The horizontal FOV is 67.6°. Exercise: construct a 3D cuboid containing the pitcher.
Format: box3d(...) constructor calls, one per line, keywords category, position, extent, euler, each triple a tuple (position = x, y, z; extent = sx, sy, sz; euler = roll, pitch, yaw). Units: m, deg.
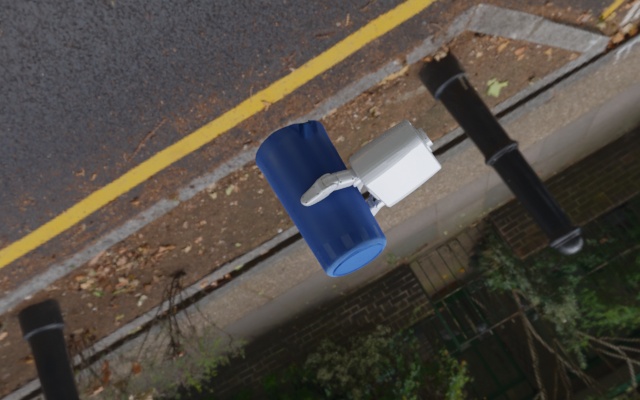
box3d(category="pitcher", position=(0.000, 0.002, 0.786), extent=(0.145, 0.242, 0.149), euler=(-36, -24, 14))
